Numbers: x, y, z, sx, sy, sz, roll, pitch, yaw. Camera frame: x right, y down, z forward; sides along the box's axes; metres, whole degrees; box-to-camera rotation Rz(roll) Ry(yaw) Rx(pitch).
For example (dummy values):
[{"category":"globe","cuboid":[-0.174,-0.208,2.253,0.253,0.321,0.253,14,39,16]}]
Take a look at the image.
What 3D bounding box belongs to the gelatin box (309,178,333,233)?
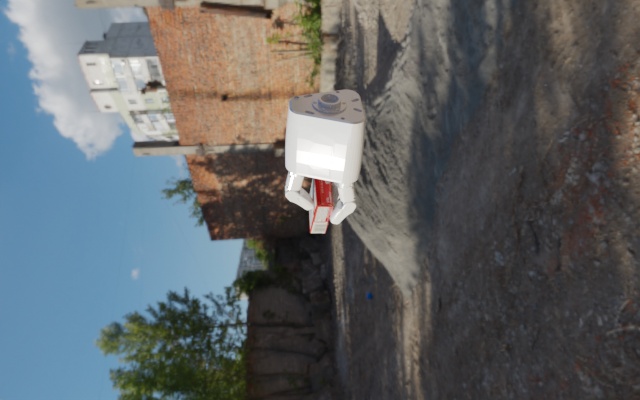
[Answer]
[{"category":"gelatin box","cuboid":[0.000,0.003,0.805,0.030,0.073,0.089,2,-35,-9]}]
